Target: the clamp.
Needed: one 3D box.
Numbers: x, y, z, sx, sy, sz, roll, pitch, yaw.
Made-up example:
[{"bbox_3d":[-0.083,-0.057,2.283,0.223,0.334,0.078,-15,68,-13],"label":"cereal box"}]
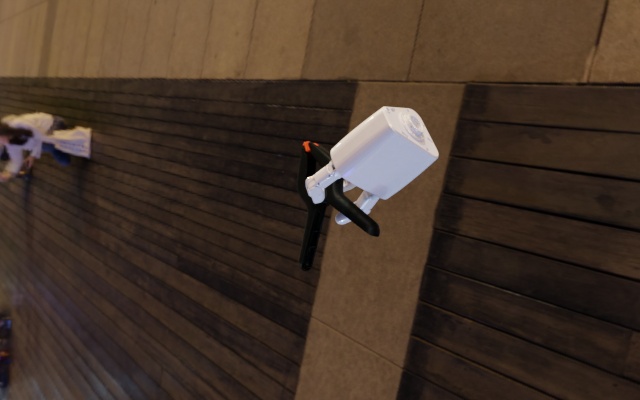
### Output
[{"bbox_3d":[0.000,0.002,0.778,0.165,0.210,0.036,-38,-31,32],"label":"clamp"}]
